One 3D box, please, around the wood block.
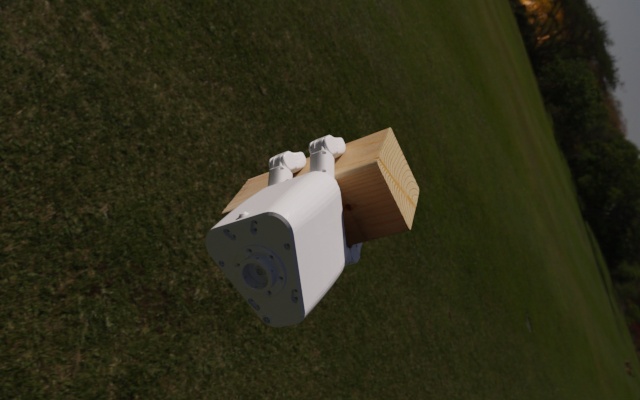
[{"bbox_3d":[0.000,0.002,0.569,0.206,0.091,0.090,-17,26,28],"label":"wood block"}]
